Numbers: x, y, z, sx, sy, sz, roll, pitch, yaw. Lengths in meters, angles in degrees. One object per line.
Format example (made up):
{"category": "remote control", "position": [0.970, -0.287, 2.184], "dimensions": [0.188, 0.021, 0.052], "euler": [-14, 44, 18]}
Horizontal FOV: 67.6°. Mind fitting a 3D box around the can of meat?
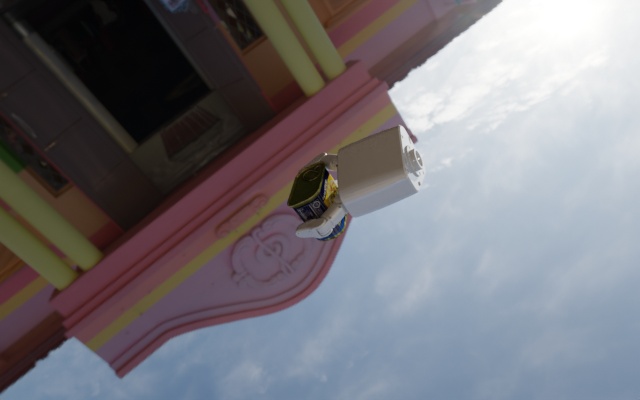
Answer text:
{"category": "can of meat", "position": [0.000, 0.003, 0.749], "dimensions": [0.057, 0.084, 0.102], "euler": [-23, 30, 24]}
